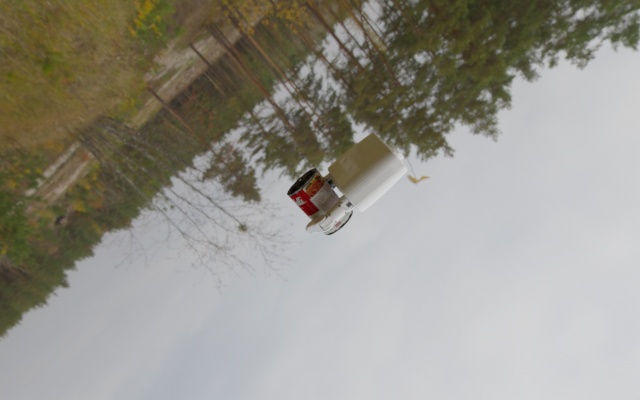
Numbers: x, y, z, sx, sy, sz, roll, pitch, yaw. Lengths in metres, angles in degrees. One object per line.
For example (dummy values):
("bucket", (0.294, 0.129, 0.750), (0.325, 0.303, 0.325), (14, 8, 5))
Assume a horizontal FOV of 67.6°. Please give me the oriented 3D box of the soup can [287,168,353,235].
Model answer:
("soup can", (0.000, 0.003, 0.837), (0.068, 0.102, 0.068), (-39, 16, 13))
